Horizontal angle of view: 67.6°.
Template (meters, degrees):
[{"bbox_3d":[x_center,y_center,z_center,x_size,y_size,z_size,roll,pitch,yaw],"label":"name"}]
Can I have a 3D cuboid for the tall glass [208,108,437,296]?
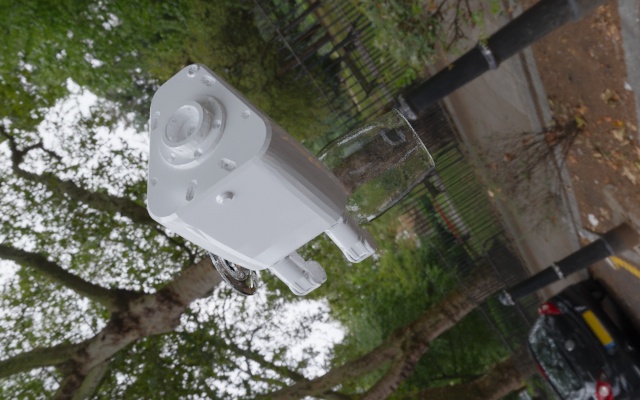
[{"bbox_3d":[0.000,0.002,0.421,0.201,0.079,0.079,-34,-7,11],"label":"tall glass"}]
